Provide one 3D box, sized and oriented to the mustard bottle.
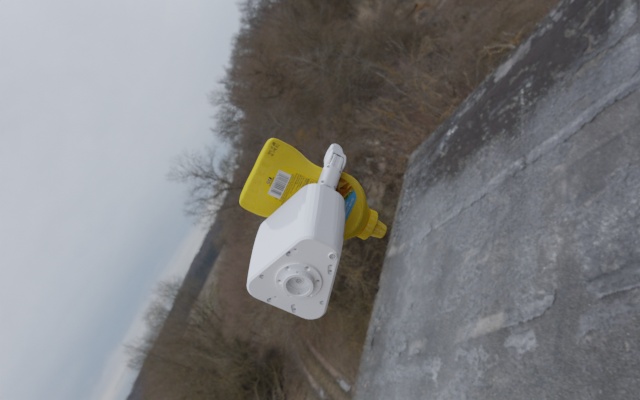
[{"bbox_3d":[0.000,0.002,0.616,0.191,0.096,0.058,26,5,-11],"label":"mustard bottle"}]
